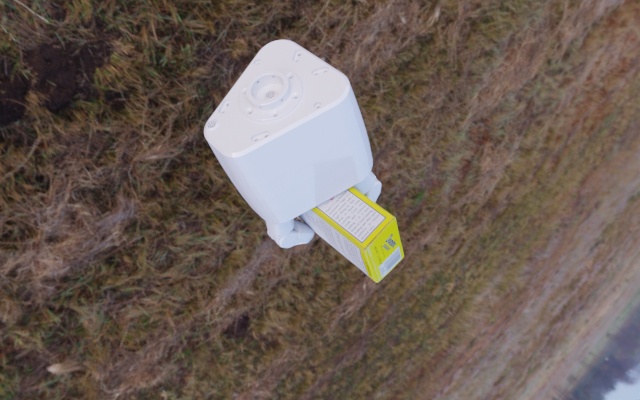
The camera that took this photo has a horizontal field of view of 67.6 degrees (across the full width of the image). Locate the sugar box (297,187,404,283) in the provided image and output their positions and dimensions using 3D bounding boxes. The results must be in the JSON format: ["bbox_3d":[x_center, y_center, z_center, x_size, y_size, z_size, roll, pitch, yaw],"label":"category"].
[{"bbox_3d":[0.001,0.001,0.476,0.176,0.048,0.093,41,-13,29],"label":"sugar box"}]
